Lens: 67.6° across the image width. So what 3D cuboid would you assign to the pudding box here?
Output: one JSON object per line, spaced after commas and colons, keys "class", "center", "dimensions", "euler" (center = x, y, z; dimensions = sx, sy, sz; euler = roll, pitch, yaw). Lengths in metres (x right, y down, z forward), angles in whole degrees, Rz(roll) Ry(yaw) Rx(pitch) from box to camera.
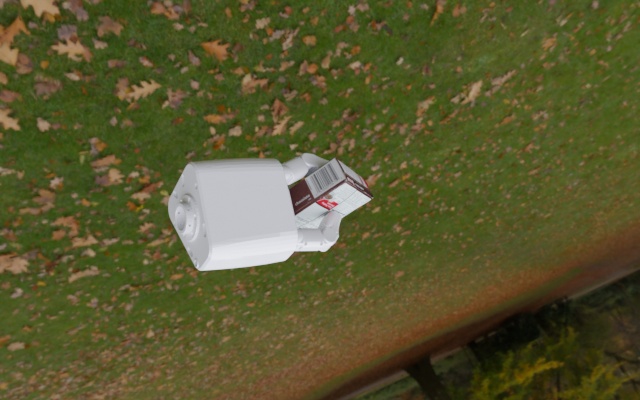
{"class": "pudding box", "center": [0.000, 0.002, 0.613], "dimensions": [0.113, 0.039, 0.090], "euler": [-32, -26, 17]}
